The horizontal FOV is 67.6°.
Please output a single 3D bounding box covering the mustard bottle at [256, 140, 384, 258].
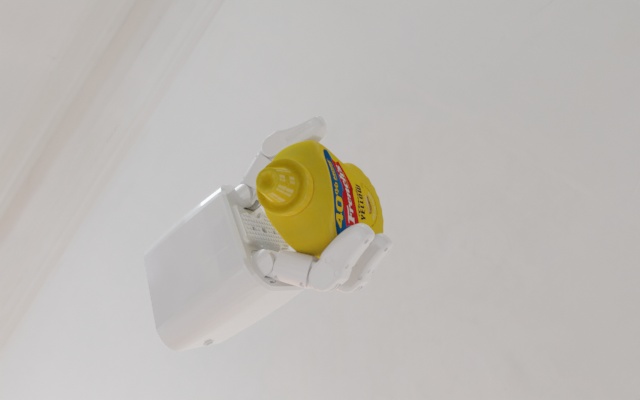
[{"bbox_3d":[0.000,0.001,0.404,0.058,0.096,0.192,-12,-13,21],"label":"mustard bottle"}]
